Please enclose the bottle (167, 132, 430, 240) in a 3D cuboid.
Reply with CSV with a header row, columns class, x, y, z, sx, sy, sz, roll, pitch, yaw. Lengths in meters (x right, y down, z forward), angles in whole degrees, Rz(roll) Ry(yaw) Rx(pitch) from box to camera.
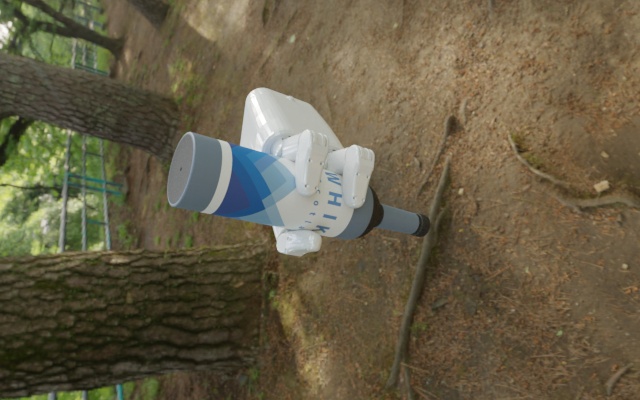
class,x,y,z,sx,sy,sz,roll,pitch,yaw
bottle,0.000,0.002,0.489,0.296,0.069,0.069,13,-7,-32
